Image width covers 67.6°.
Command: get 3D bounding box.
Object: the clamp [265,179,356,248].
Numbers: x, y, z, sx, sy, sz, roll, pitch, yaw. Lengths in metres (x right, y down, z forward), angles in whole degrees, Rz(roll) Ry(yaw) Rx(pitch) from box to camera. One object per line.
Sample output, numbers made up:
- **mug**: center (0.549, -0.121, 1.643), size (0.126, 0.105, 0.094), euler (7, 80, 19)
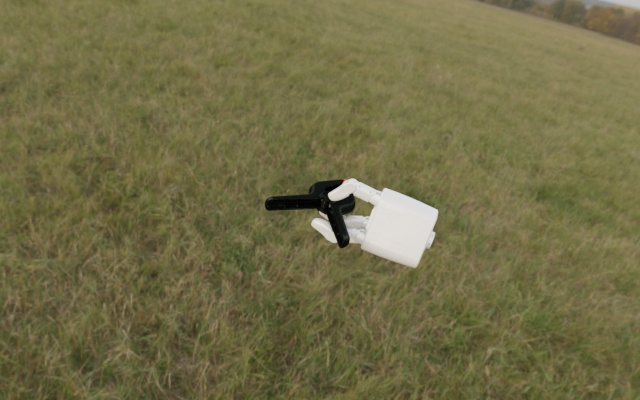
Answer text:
- **clamp**: center (0.001, 0.002, 0.898), size (0.164, 0.036, 0.210), euler (24, 29, 7)
